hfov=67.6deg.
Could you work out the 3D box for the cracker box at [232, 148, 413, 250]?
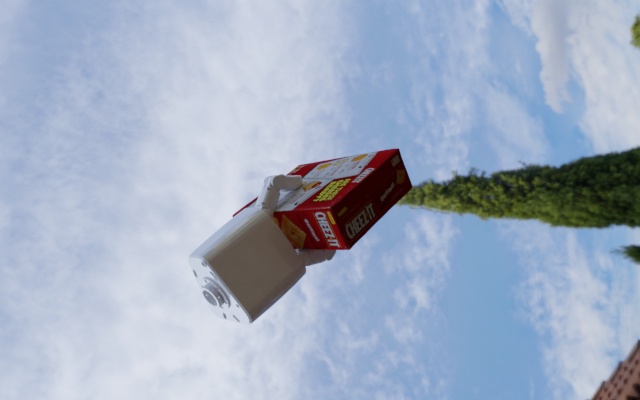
[{"bbox_3d":[0.000,0.002,0.694,0.214,0.072,0.164,-4,28,46],"label":"cracker box"}]
